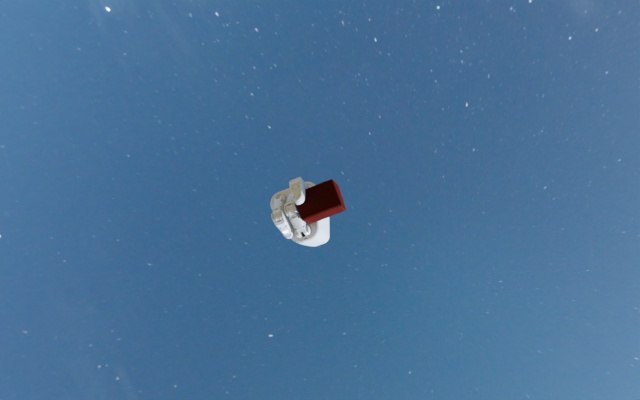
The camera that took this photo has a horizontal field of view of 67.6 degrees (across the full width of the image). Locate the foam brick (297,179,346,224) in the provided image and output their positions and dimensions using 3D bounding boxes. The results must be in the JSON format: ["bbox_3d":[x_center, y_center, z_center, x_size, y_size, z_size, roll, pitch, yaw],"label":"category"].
[{"bbox_3d":[0.000,0.003,0.865,0.078,0.053,0.051,-20,-16,11],"label":"foam brick"}]
